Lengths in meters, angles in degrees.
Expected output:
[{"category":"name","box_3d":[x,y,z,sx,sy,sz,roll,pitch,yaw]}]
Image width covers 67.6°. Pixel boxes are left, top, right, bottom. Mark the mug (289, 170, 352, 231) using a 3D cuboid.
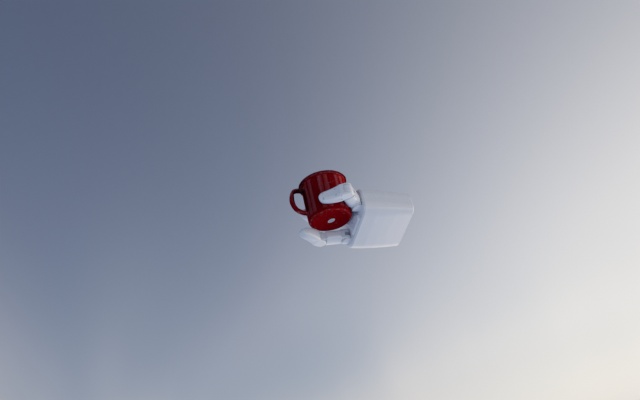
[{"category":"mug","box_3d":[-0.001,0.003,0.878,0.117,0.081,0.093,3,-35,-23]}]
